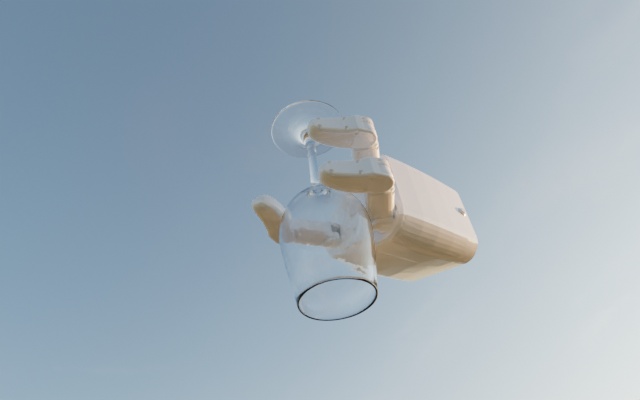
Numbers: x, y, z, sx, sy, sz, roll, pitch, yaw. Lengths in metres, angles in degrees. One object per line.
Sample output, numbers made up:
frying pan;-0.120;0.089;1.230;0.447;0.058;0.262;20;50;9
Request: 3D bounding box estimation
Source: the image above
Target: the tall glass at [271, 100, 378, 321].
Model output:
tall glass;0.000;0.001;0.421;0.079;0.200;0.079;-5;-42;-5
